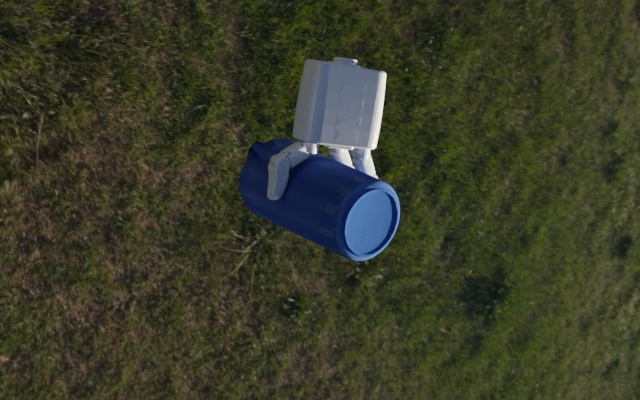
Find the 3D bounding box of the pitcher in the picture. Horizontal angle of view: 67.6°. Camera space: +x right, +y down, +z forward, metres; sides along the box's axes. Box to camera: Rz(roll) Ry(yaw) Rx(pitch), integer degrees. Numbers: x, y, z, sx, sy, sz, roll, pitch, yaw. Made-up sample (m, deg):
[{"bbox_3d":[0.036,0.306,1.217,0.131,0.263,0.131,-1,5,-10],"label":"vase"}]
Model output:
[{"bbox_3d":[0.000,0.002,0.691,0.149,0.145,0.242,-1,17,-36],"label":"pitcher"}]
